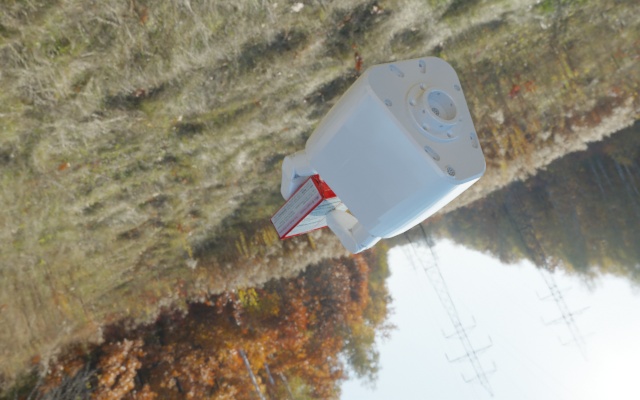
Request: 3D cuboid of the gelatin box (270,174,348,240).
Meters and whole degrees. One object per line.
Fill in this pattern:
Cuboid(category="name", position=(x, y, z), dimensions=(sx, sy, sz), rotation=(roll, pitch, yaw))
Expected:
Cuboid(category="gelatin box", position=(0.000, 0.002, 0.497), dimensions=(0.073, 0.030, 0.089), rotation=(-14, -23, -43))
